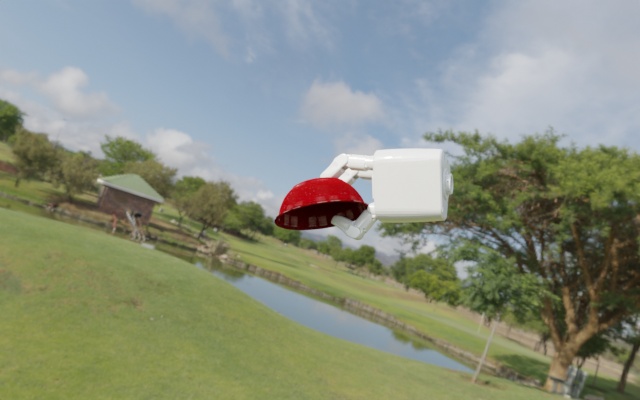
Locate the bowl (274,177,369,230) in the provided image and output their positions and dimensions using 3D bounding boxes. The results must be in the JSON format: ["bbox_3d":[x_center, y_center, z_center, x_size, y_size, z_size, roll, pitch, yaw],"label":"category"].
[{"bbox_3d":[-0.001,0.002,0.802,0.162,0.055,0.162,-8,-17,-3],"label":"bowl"}]
